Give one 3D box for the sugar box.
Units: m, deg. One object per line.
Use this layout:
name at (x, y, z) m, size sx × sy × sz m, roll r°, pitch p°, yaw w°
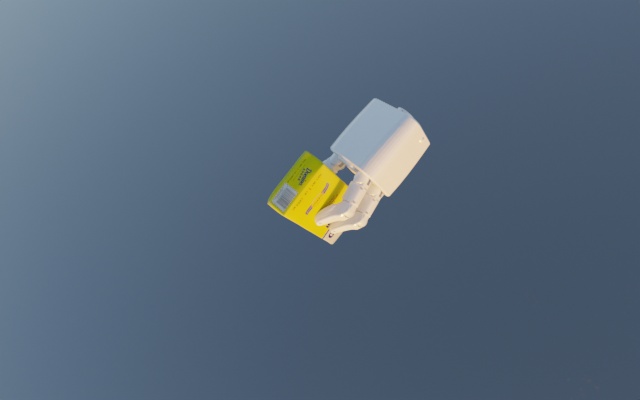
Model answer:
sugar box at (0.001, 0.003, 0.729) m, size 0.048 × 0.093 × 0.176 m, roll 39°, pitch 2°, yaw 33°
